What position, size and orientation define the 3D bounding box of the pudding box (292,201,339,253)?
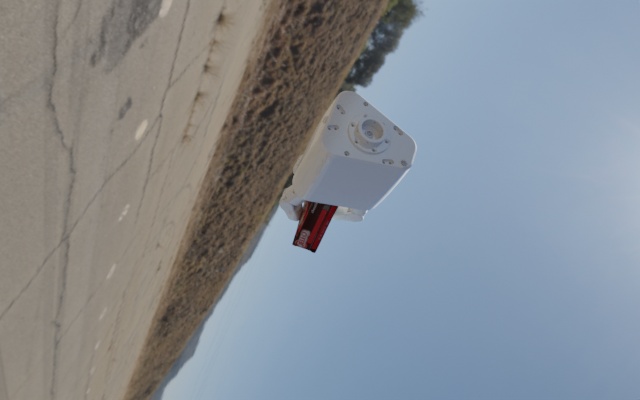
[{"bbox_3d":[0.000,0.002,0.652,0.039,0.090,0.113,24,33,-4],"label":"pudding box"}]
